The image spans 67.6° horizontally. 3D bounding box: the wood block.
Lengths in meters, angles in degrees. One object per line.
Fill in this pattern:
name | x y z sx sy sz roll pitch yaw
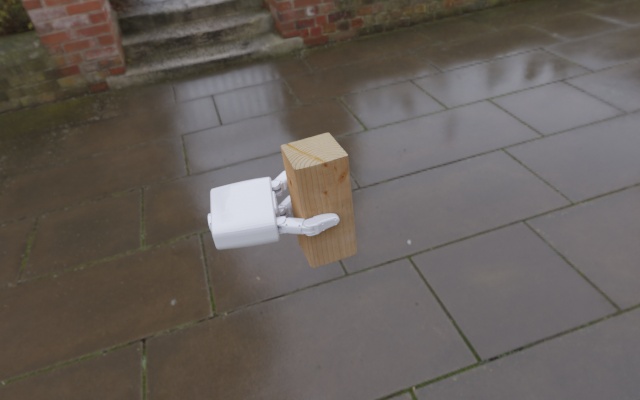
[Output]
wood block | 0.000 0.003 0.824 0.090 0.206 0.090 -17 36 -11
